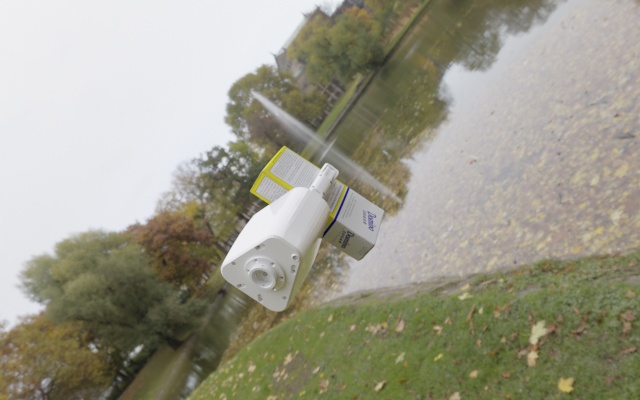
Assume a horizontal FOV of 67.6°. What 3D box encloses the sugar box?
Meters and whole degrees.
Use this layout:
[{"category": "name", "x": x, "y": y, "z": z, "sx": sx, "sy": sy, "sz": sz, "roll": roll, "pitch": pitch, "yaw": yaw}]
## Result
[{"category": "sugar box", "x": 0.000, "y": 0.003, "z": 0.661, "sx": 0.176, "sy": 0.048, "sz": 0.093, "roll": 36, "pitch": 33, "yaw": -5}]
